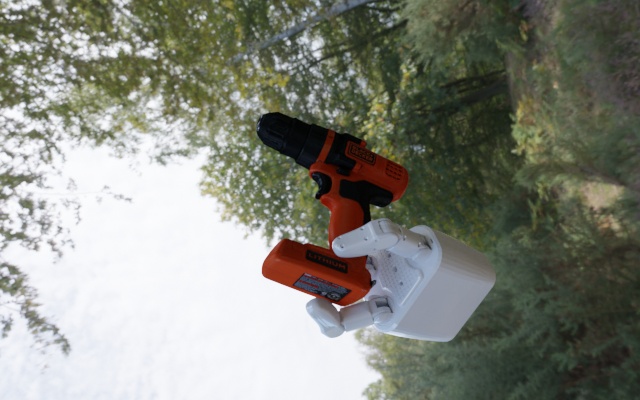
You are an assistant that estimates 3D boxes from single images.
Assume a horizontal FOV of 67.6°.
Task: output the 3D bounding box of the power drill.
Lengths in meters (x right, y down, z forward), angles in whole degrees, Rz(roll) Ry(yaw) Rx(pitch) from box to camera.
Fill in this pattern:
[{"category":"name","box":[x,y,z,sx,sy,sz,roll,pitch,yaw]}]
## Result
[{"category":"power drill","box":[0.000,0.002,0.501,0.184,0.187,0.057,22,-35,-9]}]
